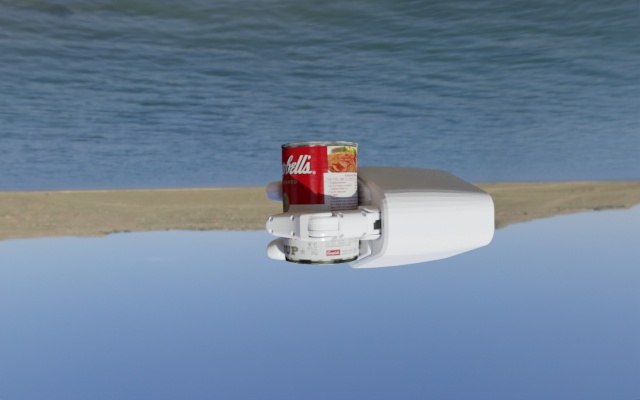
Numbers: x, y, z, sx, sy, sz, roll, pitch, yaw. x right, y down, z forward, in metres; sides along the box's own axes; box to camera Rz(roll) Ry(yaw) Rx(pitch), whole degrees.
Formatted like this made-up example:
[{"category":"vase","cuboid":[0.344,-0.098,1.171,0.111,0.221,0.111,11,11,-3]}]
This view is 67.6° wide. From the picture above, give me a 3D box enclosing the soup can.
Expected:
[{"category":"soup can","cuboid":[0.000,0.002,0.423,0.068,0.102,0.068,-1,2,0]}]
